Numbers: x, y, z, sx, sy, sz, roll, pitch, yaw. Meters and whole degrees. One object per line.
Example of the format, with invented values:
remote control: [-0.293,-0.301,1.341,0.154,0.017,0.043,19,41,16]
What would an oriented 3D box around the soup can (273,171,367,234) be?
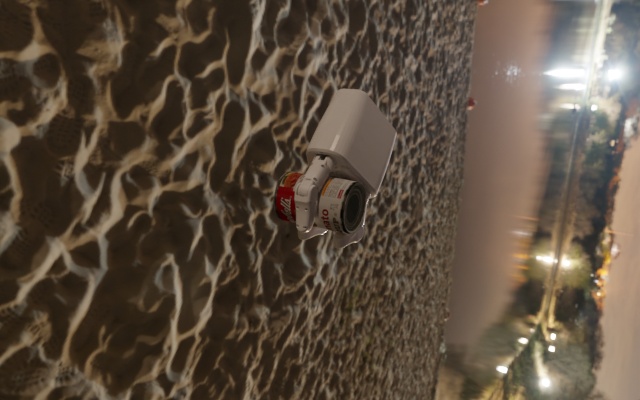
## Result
soup can: [0.000,0.002,0.618,0.102,0.068,0.068,10,5,29]
